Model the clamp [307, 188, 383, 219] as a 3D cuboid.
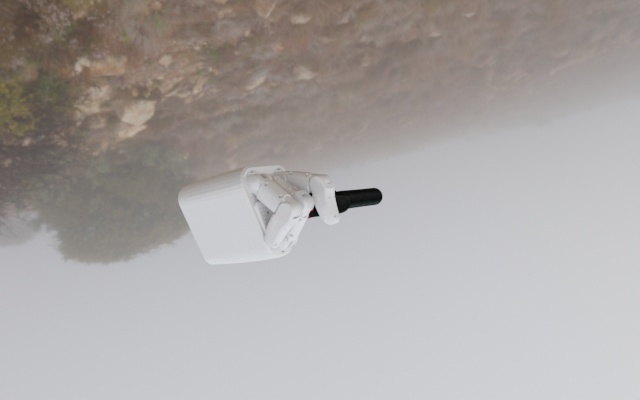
[{"bbox_3d":[0.000,0.003,0.646,0.120,0.039,0.171,-9,-2,29],"label":"clamp"}]
